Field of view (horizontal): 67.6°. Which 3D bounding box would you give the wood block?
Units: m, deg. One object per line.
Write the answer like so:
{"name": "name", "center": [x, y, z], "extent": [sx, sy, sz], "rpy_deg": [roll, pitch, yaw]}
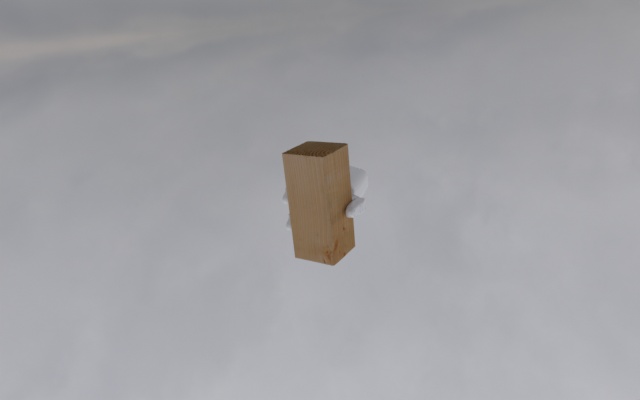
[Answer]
{"name": "wood block", "center": [0.001, 0.003, 0.882], "extent": [0.091, 0.206, 0.090], "rpy_deg": [7, 25, 32]}
